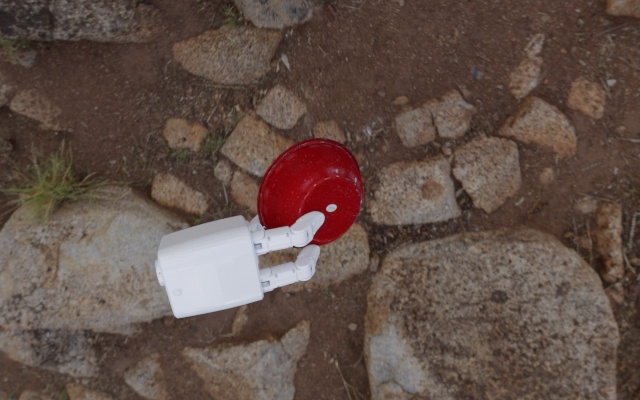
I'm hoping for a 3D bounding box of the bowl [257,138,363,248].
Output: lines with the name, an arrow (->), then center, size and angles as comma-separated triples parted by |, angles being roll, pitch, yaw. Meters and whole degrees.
bowl -> 0.001, 0.002, 0.633 | 0.162, 0.162, 0.055 | 0, 22, -32
